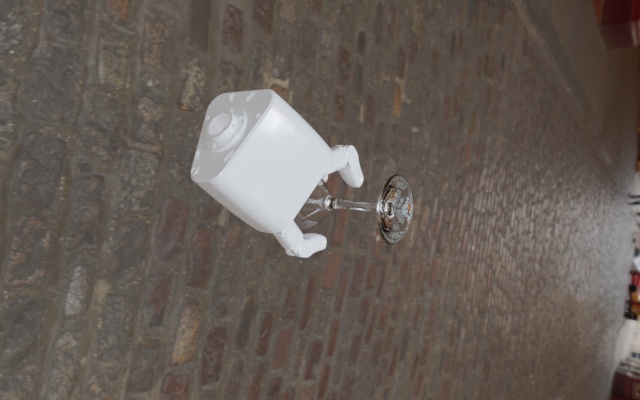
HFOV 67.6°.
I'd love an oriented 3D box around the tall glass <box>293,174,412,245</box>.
[{"bbox_3d":[0.001,0.002,0.559,0.201,0.079,0.079,5,3,37],"label":"tall glass"}]
